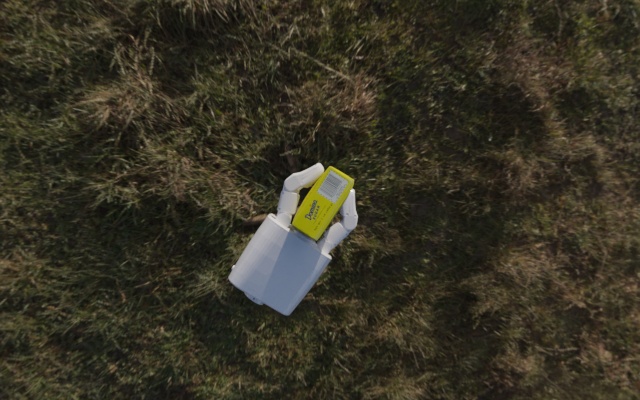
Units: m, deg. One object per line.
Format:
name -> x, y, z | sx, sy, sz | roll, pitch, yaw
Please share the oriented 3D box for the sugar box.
sugar box -> 0.000, 0.002, 0.692 | 0.048, 0.093, 0.176 | 34, -1, -5
